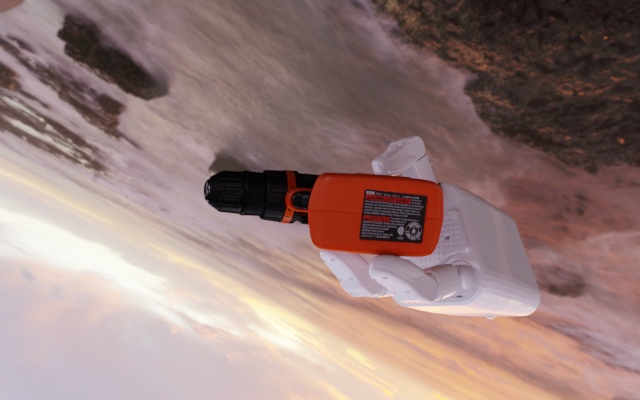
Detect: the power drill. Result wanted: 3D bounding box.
[{"bbox_3d":[0.000,0.001,0.409,0.184,0.057,0.187,3,5,-19],"label":"power drill"}]
